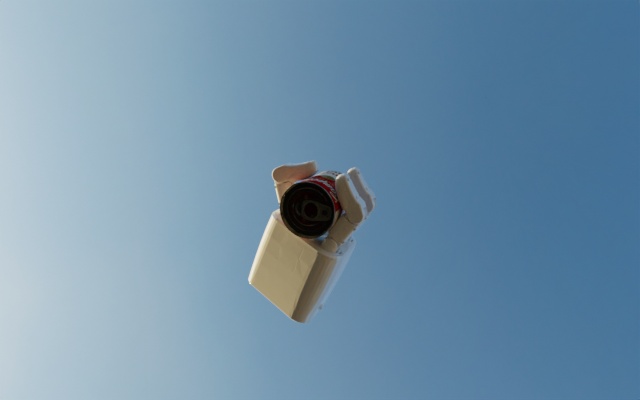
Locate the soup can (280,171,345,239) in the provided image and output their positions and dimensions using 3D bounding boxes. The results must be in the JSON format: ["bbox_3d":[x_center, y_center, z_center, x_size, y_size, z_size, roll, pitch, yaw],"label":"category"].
[{"bbox_3d":[0.000,0.001,0.596,0.068,0.068,0.102,0,11,19],"label":"soup can"}]
